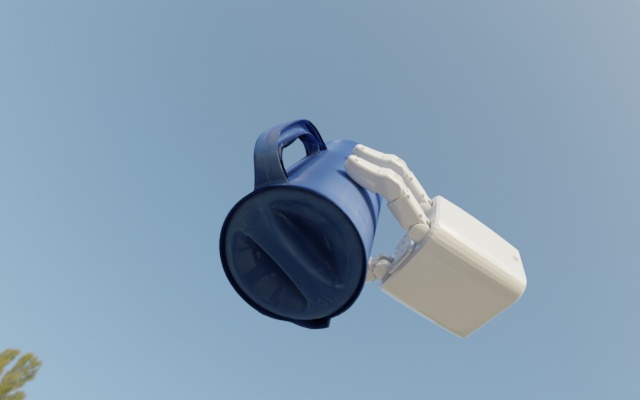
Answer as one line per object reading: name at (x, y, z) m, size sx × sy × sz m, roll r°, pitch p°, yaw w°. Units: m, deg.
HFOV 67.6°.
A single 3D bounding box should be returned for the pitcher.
pitcher at (0.000, 0.002, 0.508) m, size 0.145 × 0.149 × 0.242 m, roll 31°, pitch 25°, yaw 2°
